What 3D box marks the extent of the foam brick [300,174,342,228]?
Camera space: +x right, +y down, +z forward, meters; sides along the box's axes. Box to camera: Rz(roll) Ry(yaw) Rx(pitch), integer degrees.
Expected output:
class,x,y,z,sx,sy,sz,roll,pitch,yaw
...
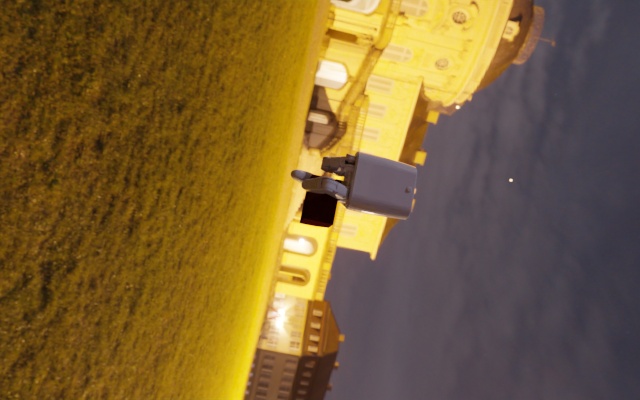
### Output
class,x,y,z,sx,sy,sz,roll,pitch,yaw
foam brick,0.000,0.003,0.797,0.051,0.078,0.053,13,-12,-7
